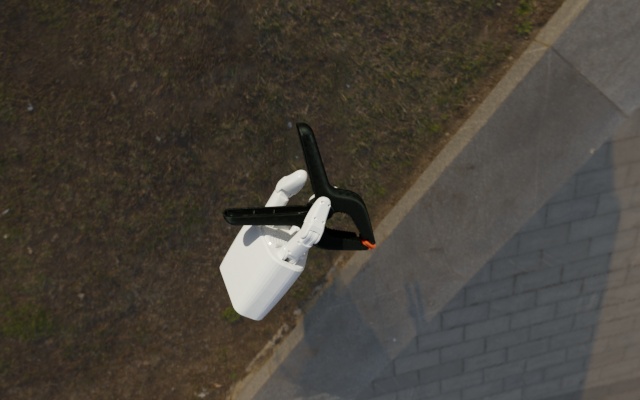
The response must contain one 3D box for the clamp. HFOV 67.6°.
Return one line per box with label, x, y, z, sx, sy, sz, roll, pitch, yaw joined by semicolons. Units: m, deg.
clamp;0.001;0.003;0.635;0.210;0.164;0.036;27;22;-24
